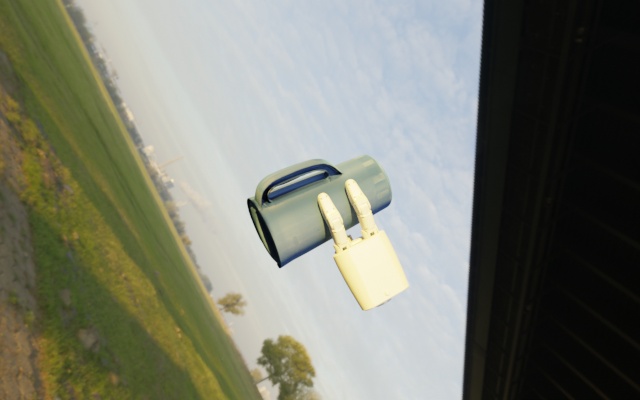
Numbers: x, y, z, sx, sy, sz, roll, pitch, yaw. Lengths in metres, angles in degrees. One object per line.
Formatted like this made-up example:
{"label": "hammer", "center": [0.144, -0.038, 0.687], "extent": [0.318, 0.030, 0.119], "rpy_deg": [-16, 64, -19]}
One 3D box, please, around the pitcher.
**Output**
{"label": "pitcher", "center": [0.000, 0.003, 0.841], "extent": [0.243, 0.145, 0.149], "rpy_deg": [-25, -3, -17]}
